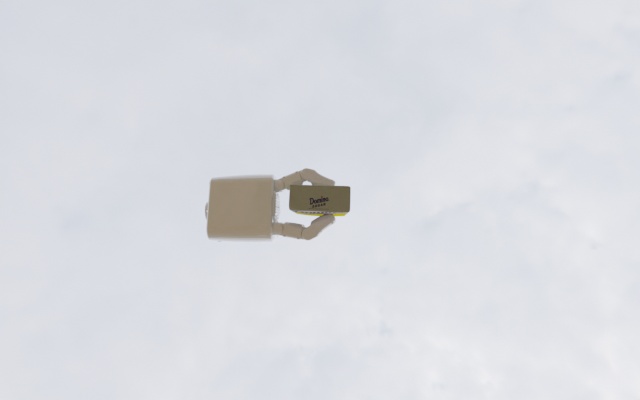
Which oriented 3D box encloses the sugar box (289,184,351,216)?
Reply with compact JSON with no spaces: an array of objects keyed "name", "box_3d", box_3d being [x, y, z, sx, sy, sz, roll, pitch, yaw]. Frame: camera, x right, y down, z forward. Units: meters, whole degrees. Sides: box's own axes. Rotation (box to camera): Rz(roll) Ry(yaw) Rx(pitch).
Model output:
[{"name":"sugar box","box_3d":[0.000,0.003,0.789,0.093,0.048,0.176,2,-1,2]}]
